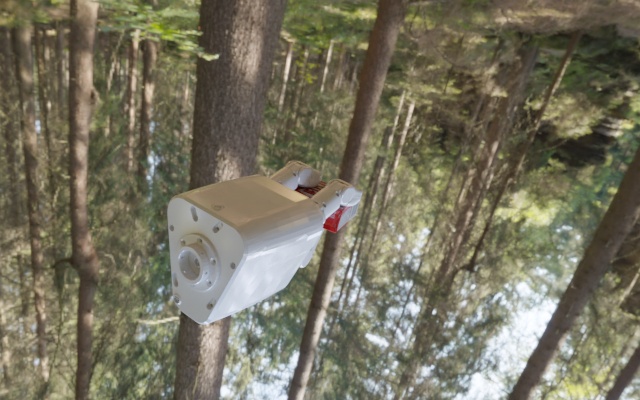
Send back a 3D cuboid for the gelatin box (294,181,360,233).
[{"bbox_3d":[0.000,0.002,0.549,0.073,0.030,0.089,21,17,14],"label":"gelatin box"}]
